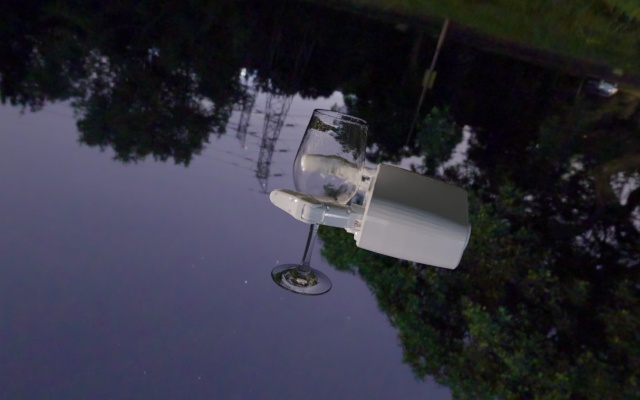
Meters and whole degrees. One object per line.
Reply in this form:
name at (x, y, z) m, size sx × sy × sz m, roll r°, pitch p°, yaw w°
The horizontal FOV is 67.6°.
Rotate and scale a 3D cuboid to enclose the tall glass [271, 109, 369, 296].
tall glass at (0.000, 0.002, 0.541) m, size 0.079 × 0.201 × 0.079 m, roll 12°, pitch 17°, yaw -4°
